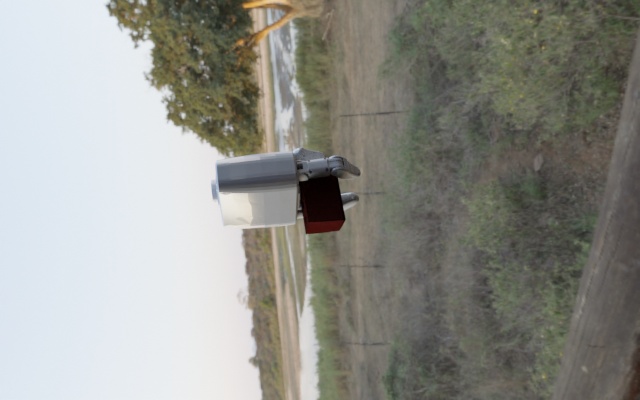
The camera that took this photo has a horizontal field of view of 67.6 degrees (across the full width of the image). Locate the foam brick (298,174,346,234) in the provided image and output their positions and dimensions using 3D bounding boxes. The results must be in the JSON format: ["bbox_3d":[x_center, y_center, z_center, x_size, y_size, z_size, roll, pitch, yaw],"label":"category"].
[{"bbox_3d":[0.000,0.002,0.667,0.051,0.078,0.053,-6,-22,-10],"label":"foam brick"}]
